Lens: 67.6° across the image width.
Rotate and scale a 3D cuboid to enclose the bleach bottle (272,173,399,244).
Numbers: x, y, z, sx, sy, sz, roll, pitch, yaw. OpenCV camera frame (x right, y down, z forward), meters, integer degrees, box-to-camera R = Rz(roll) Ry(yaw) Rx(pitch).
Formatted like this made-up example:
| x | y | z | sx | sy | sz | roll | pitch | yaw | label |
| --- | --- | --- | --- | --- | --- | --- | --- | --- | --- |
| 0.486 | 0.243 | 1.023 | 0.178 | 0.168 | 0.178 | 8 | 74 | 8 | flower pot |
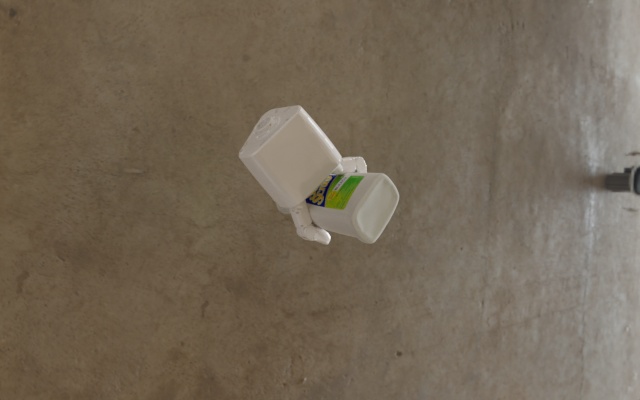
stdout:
| x | y | z | sx | sy | sz | roll | pitch | yaw | label |
| --- | --- | --- | --- | --- | --- | --- | --- | --- | --- |
| 0.000 | 0.002 | 0.761 | 0.251 | 0.102 | 0.068 | 5 | -37 | 49 | bleach bottle |
